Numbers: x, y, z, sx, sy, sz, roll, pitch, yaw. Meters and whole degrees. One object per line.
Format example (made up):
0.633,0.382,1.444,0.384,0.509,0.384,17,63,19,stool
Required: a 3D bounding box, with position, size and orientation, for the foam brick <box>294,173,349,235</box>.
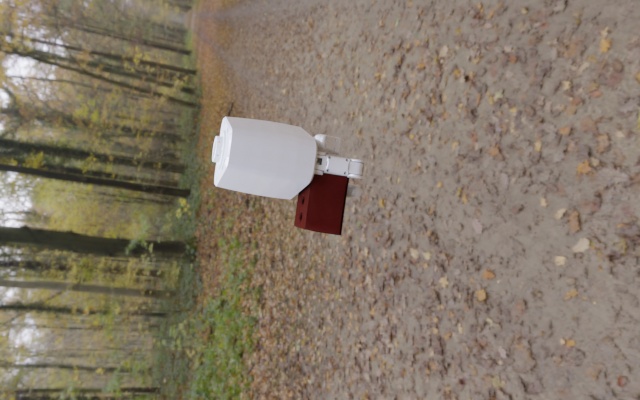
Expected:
0.000,0.002,0.626,0.051,0.078,0.053,7,0,-20,foam brick
